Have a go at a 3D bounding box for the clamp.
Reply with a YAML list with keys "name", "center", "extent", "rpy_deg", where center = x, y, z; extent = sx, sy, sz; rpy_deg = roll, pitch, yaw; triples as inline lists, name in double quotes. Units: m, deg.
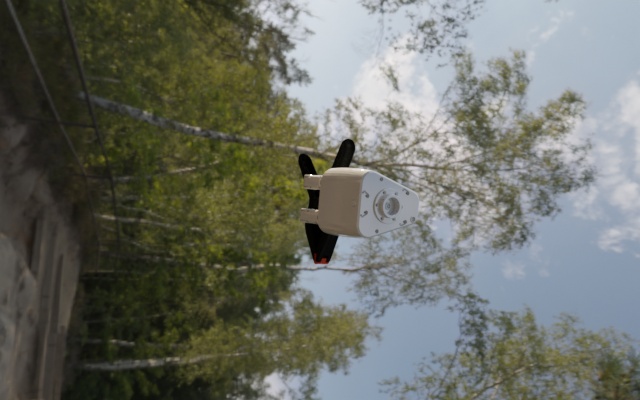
- name: "clamp"
  center: [0.001, 0.003, 0.828]
  extent: [0.036, 0.210, 0.164]
  rpy_deg: [5, 0, -29]
